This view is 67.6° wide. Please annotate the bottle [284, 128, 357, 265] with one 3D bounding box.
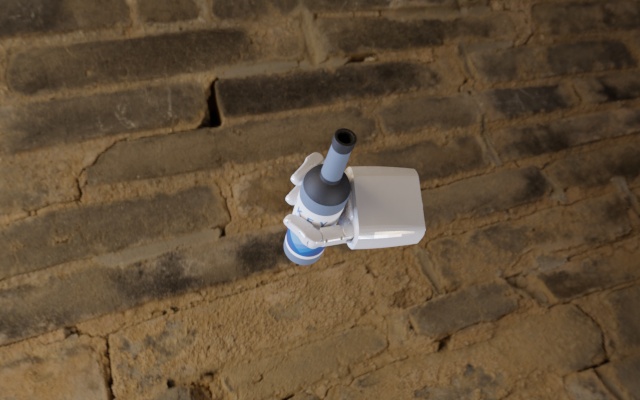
[{"bbox_3d":[0.000,0.002,0.675,0.069,0.069,0.296,0,-31,-13],"label":"bottle"}]
